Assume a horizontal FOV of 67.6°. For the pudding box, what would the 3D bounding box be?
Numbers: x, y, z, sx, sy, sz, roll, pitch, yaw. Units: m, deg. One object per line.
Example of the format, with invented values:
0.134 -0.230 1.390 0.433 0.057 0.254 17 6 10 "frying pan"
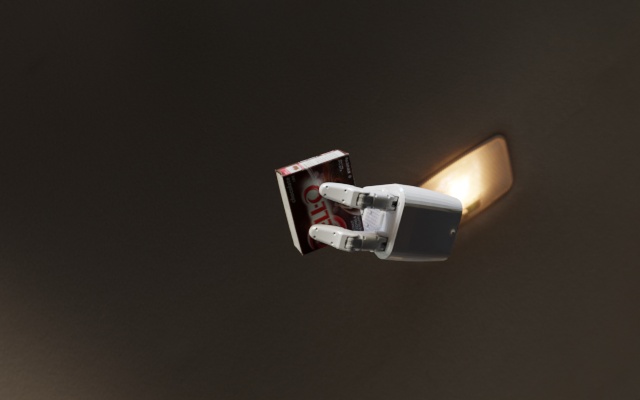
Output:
0.000 0.002 0.606 0.090 0.113 0.039 -21 22 -17 "pudding box"
